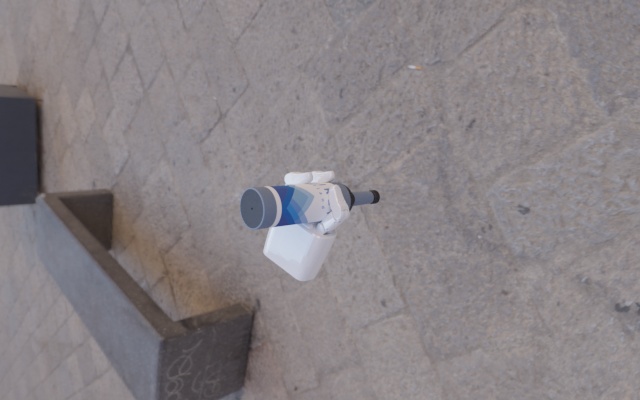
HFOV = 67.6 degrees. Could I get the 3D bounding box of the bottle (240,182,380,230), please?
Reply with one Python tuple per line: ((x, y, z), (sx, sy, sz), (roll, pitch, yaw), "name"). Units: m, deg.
((0.000, 0.003, 0.841), (0.295, 0.069, 0.069), (-5, 4, -43), "bottle")
